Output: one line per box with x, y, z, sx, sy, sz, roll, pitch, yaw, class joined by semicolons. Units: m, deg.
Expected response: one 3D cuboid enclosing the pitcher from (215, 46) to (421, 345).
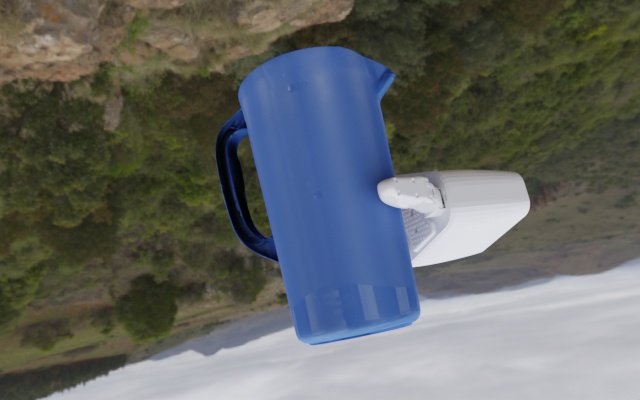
0.000;0.001;0.436;0.145;0.242;0.149;-4;-16;-27;pitcher
